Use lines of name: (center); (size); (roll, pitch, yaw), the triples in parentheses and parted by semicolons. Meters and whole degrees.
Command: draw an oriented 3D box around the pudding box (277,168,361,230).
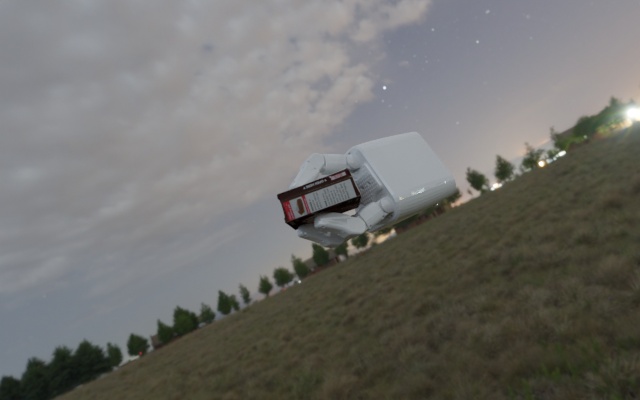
pudding box: (0.000, 0.002, 0.576); (0.090, 0.039, 0.113); (-21, -10, 0)
